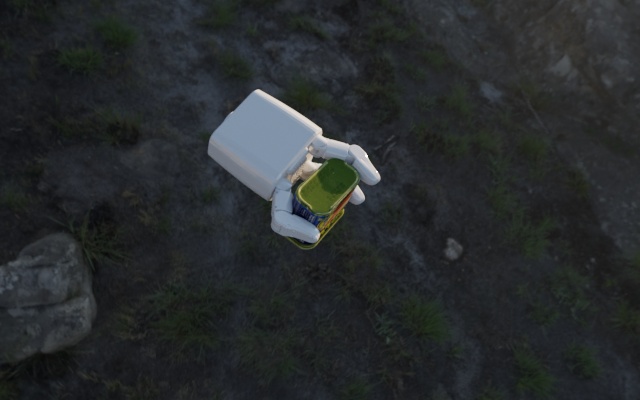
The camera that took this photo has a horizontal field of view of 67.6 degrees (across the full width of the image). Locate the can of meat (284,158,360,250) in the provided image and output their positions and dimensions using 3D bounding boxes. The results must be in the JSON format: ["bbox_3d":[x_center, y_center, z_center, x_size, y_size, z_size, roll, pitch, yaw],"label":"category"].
[{"bbox_3d":[0.000,0.002,0.626,0.102,0.057,0.084,-46,-11,-36],"label":"can of meat"}]
